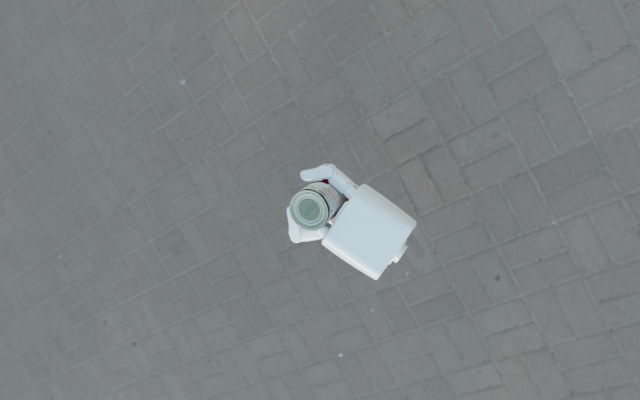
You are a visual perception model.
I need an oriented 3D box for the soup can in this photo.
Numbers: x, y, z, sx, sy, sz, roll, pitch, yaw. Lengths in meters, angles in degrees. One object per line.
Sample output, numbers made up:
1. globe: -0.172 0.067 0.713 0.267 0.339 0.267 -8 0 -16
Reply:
1. soup can: 0.000 0.002 0.769 0.068 0.068 0.102 0 15 22
